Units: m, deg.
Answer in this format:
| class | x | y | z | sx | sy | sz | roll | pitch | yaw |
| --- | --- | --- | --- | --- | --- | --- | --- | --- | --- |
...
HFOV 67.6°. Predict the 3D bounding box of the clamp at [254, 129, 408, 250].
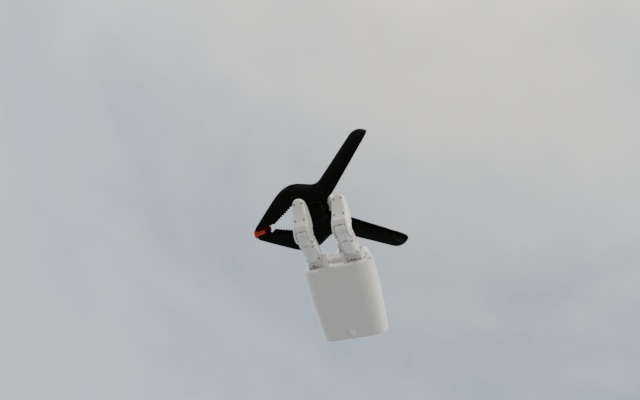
| class | x | y | z | sx | sy | sz | roll | pitch | yaw |
| --- | --- | --- | --- | --- | --- | --- | --- | --- | --- |
| clamp | 0.000 | 0.002 | 0.662 | 0.210 | 0.164 | 0.036 | -14 | 3 | 17 |
